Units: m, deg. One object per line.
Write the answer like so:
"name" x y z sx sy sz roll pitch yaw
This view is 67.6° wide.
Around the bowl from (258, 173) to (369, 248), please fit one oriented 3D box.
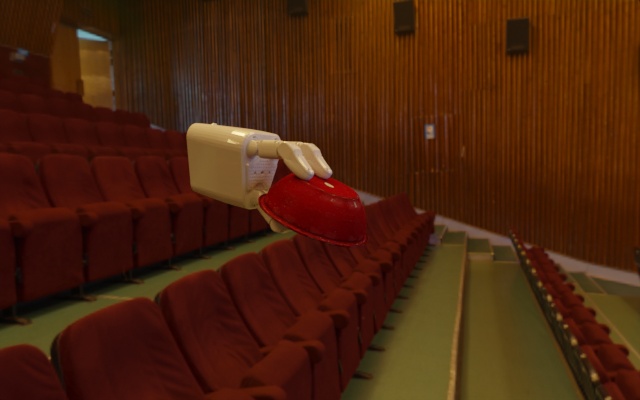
"bowl" 0.001 0.002 0.650 0.162 0.055 0.162 21 15 -6
